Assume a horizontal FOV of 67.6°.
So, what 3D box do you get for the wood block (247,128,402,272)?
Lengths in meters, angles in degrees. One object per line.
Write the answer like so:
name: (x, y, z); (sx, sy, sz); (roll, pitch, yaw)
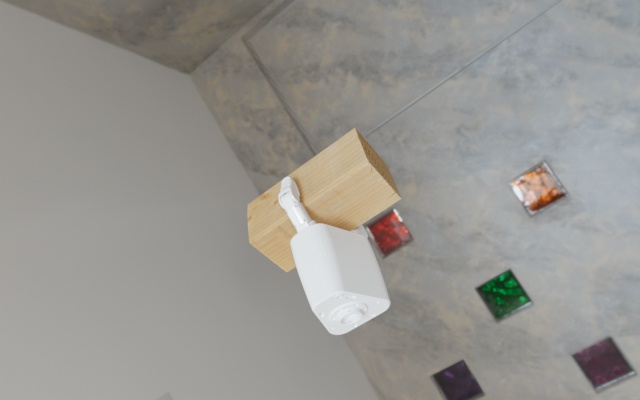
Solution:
wood block: (0.000, 0.002, 0.698); (0.206, 0.090, 0.091); (-34, -54, 17)
